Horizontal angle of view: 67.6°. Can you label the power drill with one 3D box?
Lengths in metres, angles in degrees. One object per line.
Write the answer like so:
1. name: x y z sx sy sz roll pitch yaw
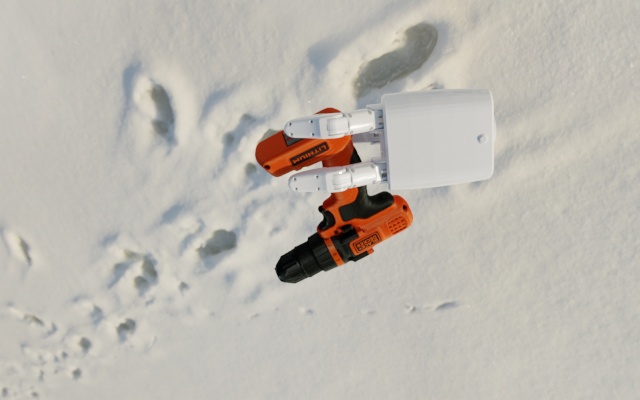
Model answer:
1. power drill: 0.000 0.001 0.553 0.184 0.188 0.057 -29 36 1
